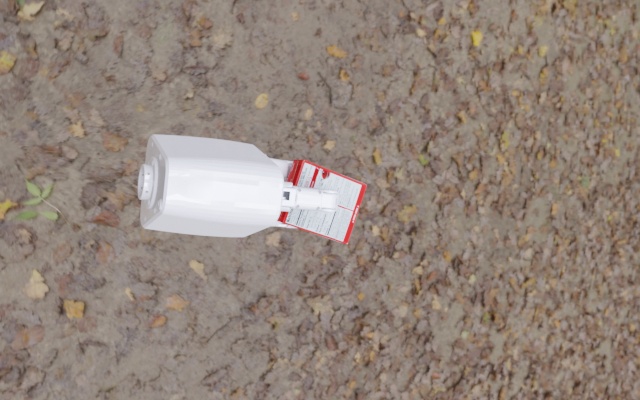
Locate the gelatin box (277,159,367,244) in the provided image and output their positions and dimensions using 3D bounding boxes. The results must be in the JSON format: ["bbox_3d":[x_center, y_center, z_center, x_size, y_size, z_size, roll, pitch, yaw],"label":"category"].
[{"bbox_3d":[0.001,0.002,0.538,0.089,0.073,0.030,20,-4,-26],"label":"gelatin box"}]
